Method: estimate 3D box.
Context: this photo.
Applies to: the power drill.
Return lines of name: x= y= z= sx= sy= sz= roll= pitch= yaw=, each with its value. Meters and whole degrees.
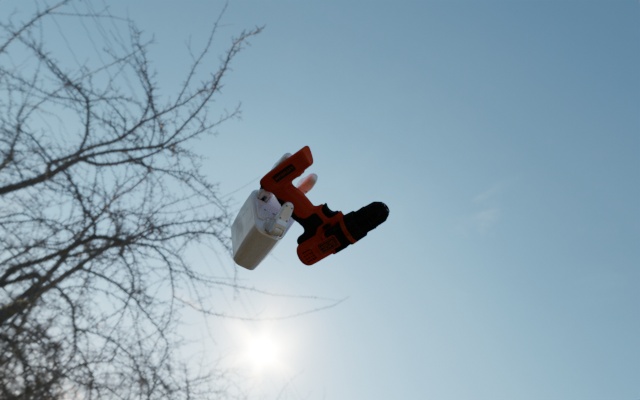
power drill: x=0.000 y=0.002 z=0.819 sx=0.184 sy=0.187 sz=0.057 roll=-32 pitch=8 yaw=16
